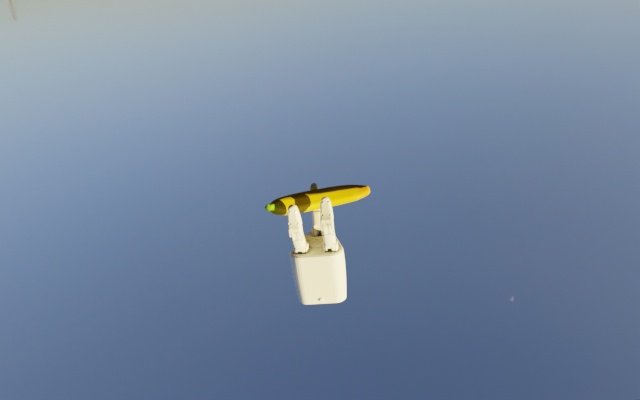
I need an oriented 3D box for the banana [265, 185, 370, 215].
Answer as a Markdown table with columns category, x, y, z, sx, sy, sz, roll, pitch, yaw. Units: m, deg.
| category | x | y | z | sx | sy | sz | roll | pitch | yaw |
| --- | --- | --- | --- | --- | --- | --- | --- | --- | --- |
| banana | -0.009 | 0.001 | 0.874 | 0.198 | 0.037 | 0.069 | -12 | 12 | -17 |
